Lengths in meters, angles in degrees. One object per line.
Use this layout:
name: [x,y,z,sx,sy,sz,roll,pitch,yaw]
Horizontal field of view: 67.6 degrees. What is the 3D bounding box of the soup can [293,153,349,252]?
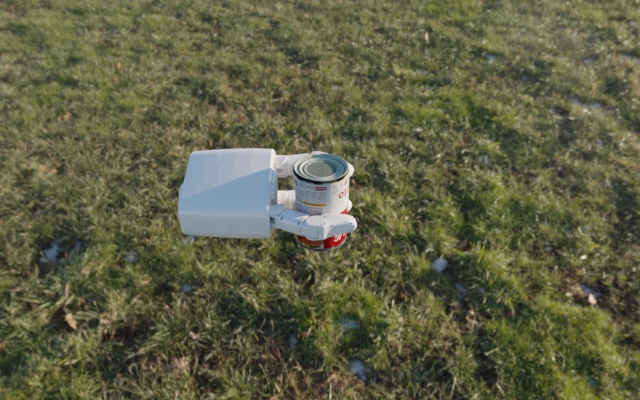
soup can: [0.001,0.002,0.583,0.068,0.102,0.068,0,35,0]
